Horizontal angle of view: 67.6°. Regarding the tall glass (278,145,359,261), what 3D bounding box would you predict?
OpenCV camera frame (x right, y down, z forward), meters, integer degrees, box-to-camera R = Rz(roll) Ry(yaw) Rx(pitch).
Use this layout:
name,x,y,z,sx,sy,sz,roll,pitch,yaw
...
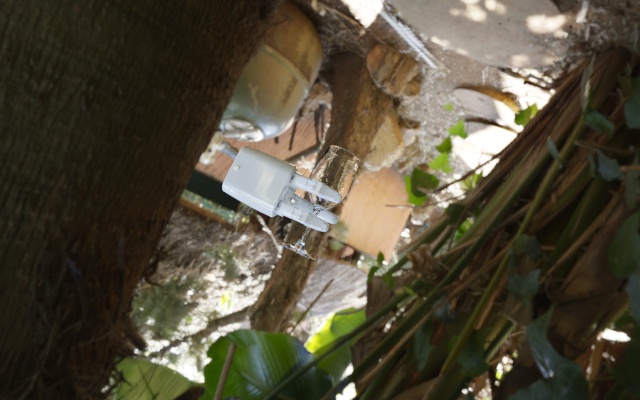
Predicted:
name,x,y,z,sx,sy,sz,roll,pitch,yaw
tall glass,0.000,0.004,0.859,0.079,0.201,0.079,26,-7,3
